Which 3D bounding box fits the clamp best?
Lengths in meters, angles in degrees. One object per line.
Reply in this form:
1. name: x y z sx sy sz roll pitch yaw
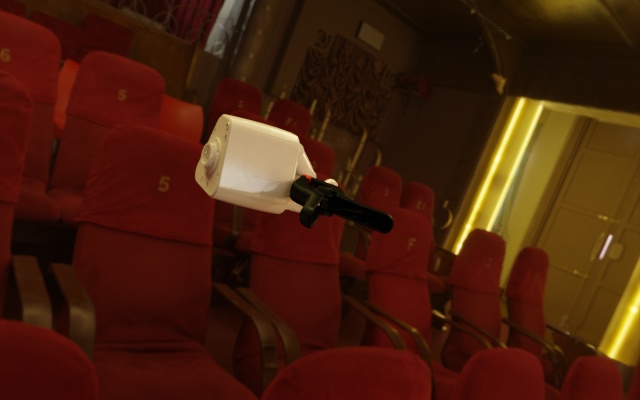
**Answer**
1. clamp: 0.000 0.001 0.612 0.120 0.039 0.171 9 11 -34
